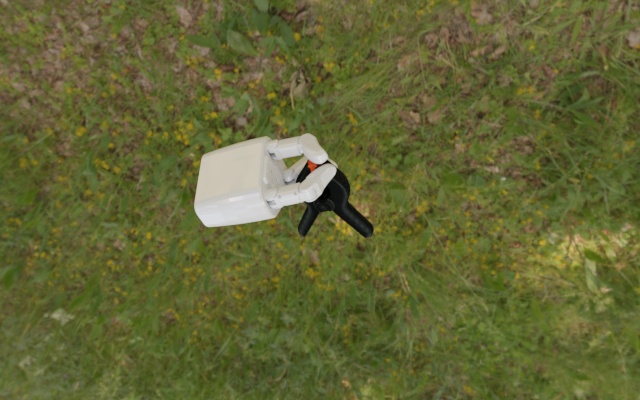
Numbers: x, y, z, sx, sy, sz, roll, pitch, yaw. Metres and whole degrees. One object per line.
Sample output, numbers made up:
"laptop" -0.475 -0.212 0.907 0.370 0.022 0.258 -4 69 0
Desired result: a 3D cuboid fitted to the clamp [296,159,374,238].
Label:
"clamp" 0.000 0.003 0.705 0.120 0.039 0.172 -11 -48 18
